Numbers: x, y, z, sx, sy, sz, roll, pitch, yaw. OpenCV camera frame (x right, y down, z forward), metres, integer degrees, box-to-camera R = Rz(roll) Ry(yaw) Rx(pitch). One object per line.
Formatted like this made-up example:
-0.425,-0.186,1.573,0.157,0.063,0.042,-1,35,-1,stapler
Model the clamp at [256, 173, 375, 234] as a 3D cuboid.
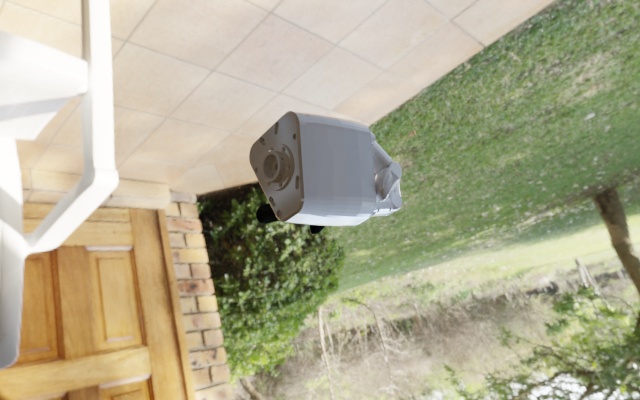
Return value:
0.000,0.003,0.626,0.120,0.039,0.171,3,-27,-42,clamp
